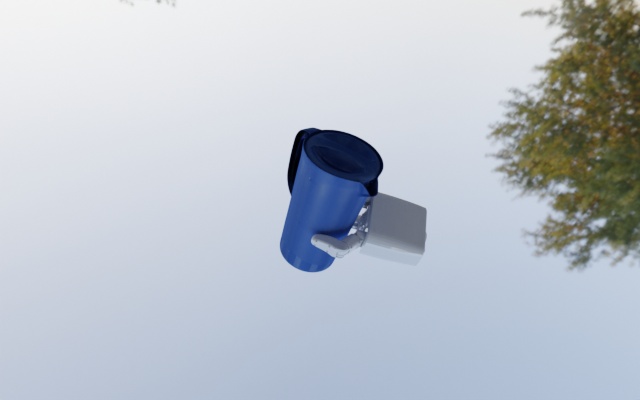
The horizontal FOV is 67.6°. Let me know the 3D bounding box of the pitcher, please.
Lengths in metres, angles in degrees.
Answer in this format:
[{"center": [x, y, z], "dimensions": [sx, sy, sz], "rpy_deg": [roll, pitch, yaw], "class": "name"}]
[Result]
[{"center": [0.000, 0.003, 0.828], "dimensions": [0.145, 0.243, 0.149], "rpy_deg": [15, 39, -7], "class": "pitcher"}]
